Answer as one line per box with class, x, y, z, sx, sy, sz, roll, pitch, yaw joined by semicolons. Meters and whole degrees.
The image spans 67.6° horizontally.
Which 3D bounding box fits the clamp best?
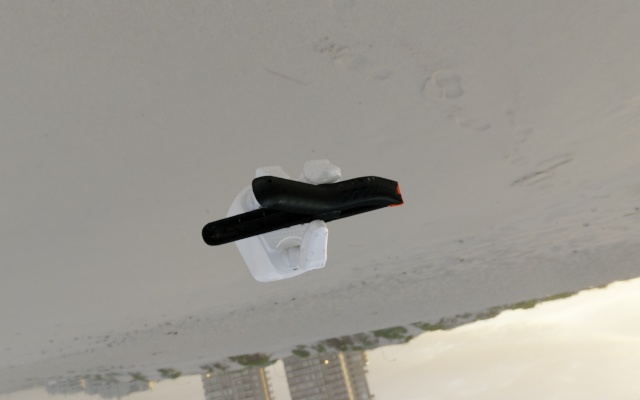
clamp;0.001;0.002;0.465;0.210;0.036;0.164;-9;-11;-24
